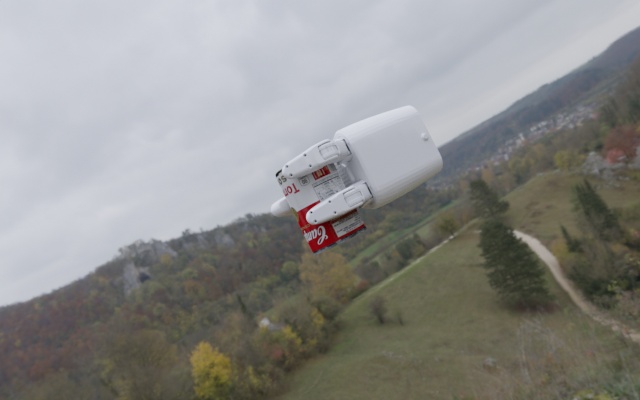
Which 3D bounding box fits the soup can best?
[{"bbox_3d":[-0.001,0.002,0.543,0.068,0.102,0.068,-26,-2,-1],"label":"soup can"}]
